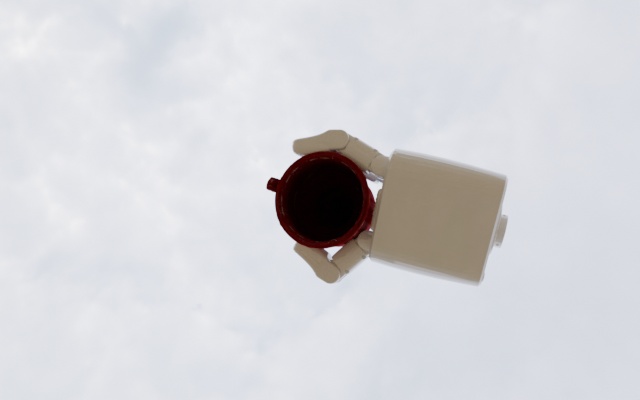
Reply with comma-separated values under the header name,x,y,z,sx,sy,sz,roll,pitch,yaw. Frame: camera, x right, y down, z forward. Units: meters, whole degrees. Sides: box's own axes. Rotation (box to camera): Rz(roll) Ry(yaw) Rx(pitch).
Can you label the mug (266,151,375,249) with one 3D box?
name,x,y,z,sx,sy,sz,roll,pitch,yaw
mug,-0.001,0.001,0.489,0.117,0.093,0.081,16,-4,17
